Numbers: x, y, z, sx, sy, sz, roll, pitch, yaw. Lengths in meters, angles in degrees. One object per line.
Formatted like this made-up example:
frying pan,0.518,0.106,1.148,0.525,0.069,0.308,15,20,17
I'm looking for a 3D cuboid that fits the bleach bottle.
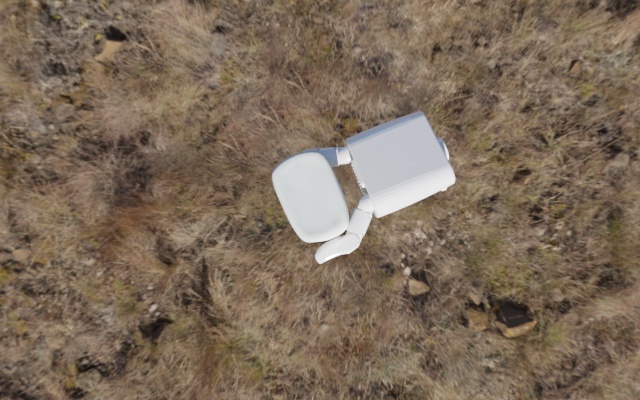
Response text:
bleach bottle,0.000,0.002,0.642,0.068,0.102,0.251,-23,-4,4
